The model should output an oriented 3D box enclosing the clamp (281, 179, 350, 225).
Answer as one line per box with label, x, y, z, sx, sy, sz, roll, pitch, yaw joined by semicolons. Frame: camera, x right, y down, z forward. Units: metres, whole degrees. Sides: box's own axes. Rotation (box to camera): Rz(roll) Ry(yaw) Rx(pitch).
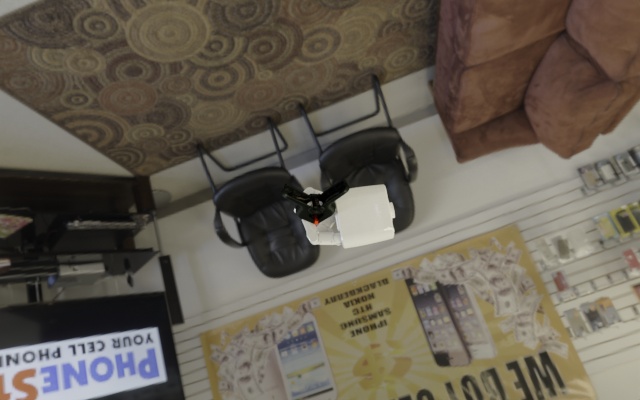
clamp;0.000;0.004;0.900;0.120;0.039;0.171;-2;-19;8
